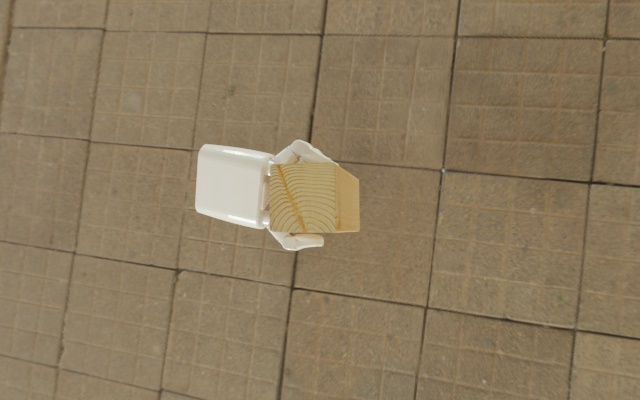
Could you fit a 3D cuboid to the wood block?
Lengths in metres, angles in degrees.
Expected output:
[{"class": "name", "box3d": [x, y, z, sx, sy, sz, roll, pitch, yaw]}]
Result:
[{"class": "wood block", "box3d": [0.000, 0.003, 0.708, 0.090, 0.091, 0.206, -1, -3, 13]}]
